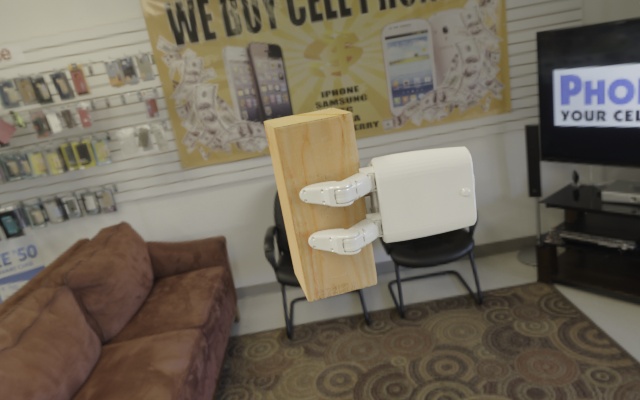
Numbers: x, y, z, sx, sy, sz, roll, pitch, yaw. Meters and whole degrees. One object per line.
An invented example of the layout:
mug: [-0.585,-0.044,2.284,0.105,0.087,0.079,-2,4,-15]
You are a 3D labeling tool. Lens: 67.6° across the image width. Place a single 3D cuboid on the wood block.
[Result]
wood block: [0.000,0.002,0.574,0.090,0.206,0.090,-13,17,-10]
